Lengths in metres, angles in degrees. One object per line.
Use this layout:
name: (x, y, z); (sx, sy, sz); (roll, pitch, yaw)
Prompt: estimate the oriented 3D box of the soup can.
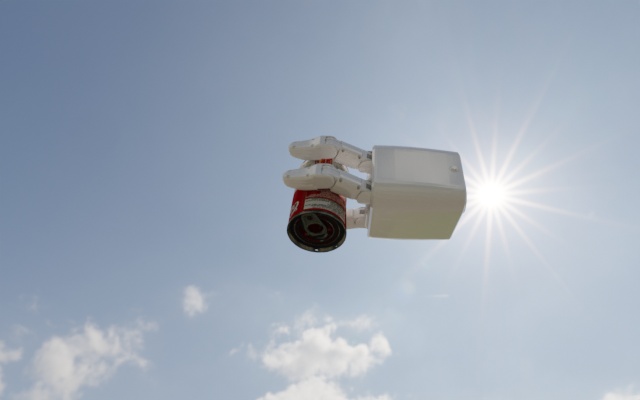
soup can: (0.000, 0.002, 0.572); (0.068, 0.069, 0.102); (0, 44, 7)
